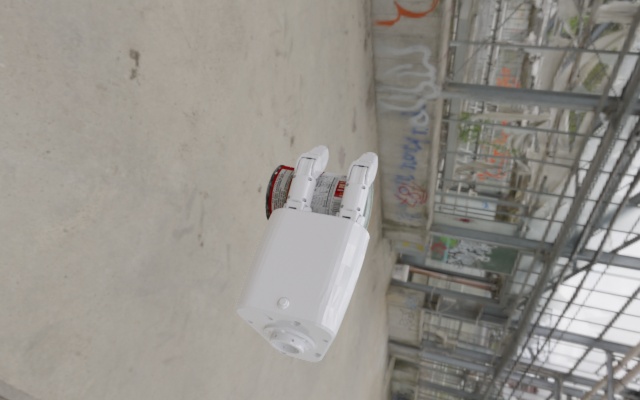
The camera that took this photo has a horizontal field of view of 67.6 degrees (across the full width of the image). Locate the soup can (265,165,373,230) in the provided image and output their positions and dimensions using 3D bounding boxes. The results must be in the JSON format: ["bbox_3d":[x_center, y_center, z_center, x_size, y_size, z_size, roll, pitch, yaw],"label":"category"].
[{"bbox_3d":[0.001,0.001,0.518,0.102,0.068,0.068,10,3,16],"label":"soup can"}]
